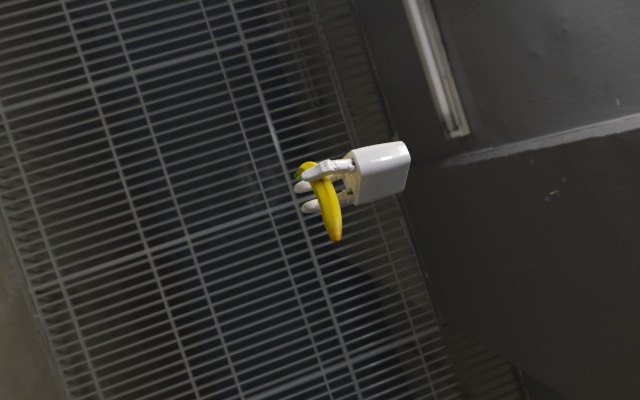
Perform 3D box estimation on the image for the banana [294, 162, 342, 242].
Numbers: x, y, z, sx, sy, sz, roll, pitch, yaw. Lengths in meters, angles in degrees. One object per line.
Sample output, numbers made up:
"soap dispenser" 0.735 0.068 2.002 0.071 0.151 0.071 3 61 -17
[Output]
"banana" 0.001 -0.013 0.876 0.037 0.070 0.197 -10 44 -20
